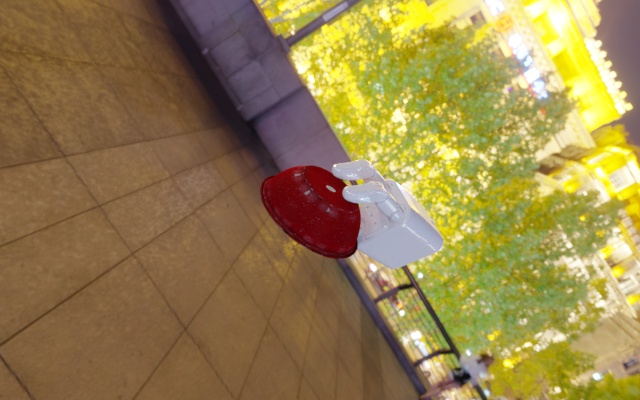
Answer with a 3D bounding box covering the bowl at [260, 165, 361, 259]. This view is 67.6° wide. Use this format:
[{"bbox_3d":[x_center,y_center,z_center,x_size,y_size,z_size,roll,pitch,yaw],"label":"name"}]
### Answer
[{"bbox_3d":[-0.001,0.002,0.650,0.162,0.055,0.162,30,27,-17],"label":"bowl"}]
